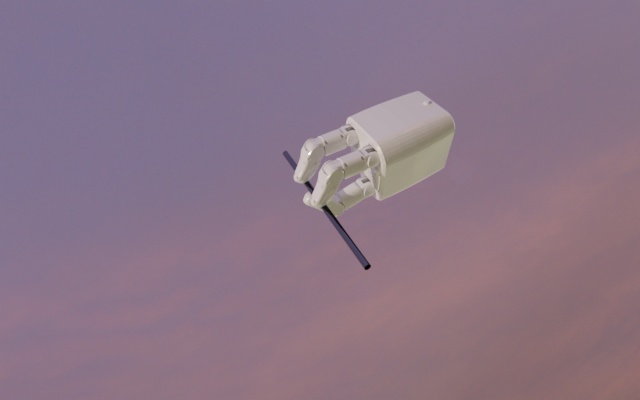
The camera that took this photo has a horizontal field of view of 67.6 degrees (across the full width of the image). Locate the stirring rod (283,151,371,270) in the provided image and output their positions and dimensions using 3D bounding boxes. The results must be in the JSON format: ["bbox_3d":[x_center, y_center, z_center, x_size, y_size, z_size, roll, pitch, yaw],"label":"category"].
[{"bbox_3d":[0.000,0.002,0.590,0.011,0.011,0.239,0,35,-30],"label":"stirring rod"}]
